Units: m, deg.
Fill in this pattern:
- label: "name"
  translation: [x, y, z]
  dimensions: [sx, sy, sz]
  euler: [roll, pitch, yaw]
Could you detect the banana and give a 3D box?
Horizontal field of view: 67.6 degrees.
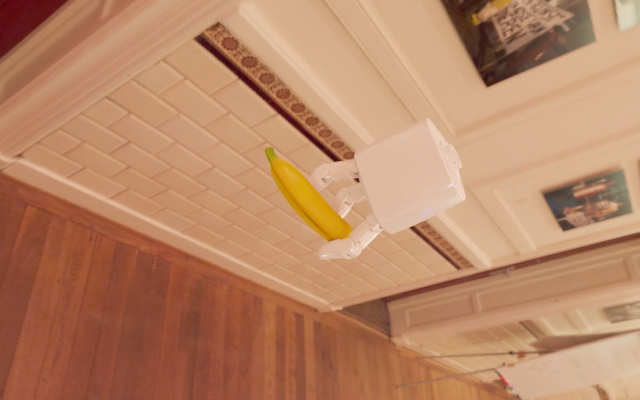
- label: "banana"
  translation: [-0.003, 0.010, 0.634]
  dimensions: [0.037, 0.198, 0.069]
  euler: [-31, 27, 21]
